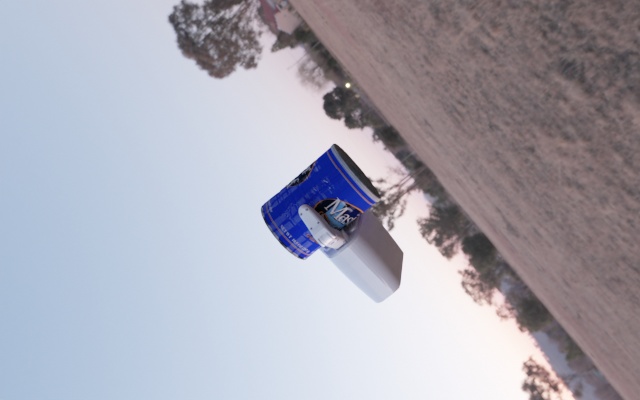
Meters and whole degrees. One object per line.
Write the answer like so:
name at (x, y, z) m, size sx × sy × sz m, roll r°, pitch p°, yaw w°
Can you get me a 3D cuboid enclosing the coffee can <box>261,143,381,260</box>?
coffee can at (0.000, 0.002, 0.683) m, size 0.140 × 0.103 × 0.103 m, roll -40°, pitch -10°, yaw 12°
